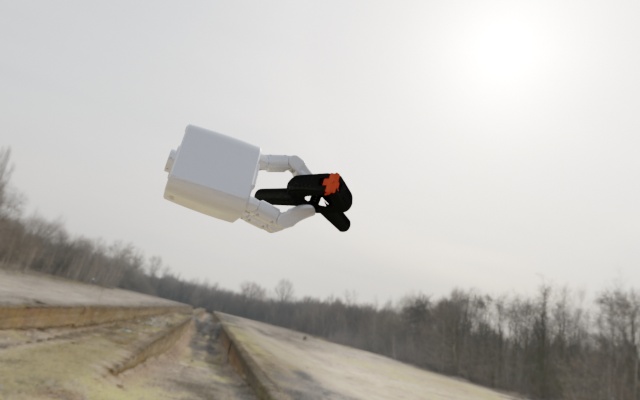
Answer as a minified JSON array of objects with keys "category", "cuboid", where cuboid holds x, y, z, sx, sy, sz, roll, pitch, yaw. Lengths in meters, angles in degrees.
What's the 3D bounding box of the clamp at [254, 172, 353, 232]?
[{"category":"clamp","cuboid":[0.000,0.001,0.701,0.164,0.036,0.210,20,-16,-16]}]
